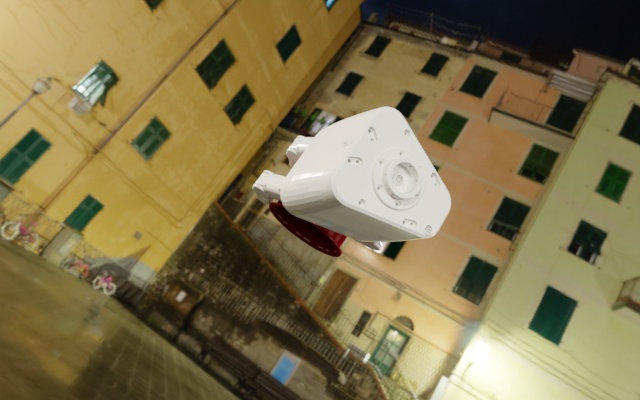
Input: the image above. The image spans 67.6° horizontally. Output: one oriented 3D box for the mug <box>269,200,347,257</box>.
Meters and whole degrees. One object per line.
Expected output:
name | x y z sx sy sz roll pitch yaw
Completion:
mug | 0.000 0.002 0.529 0.093 0.081 0.117 42 -18 -18
